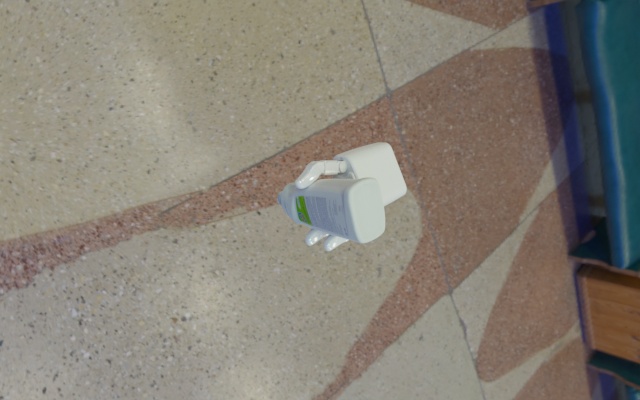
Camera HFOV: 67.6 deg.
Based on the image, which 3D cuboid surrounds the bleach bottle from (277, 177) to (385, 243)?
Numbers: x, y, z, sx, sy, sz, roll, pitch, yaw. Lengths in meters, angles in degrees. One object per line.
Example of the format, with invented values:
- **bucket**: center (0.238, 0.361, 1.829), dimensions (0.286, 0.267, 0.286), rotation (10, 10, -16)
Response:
- **bleach bottle**: center (0.000, 0.003, 0.822), dimensions (0.068, 0.102, 0.251), rotation (-23, 20, -32)
